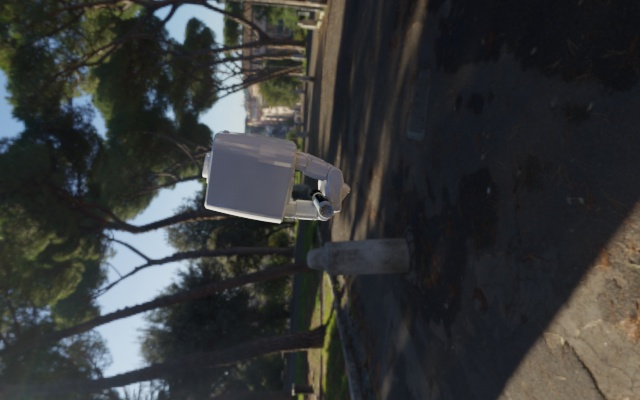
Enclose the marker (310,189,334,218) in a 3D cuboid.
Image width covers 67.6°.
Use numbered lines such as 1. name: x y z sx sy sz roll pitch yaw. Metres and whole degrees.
1. marker: 0.000 0.002 0.628 0.020 0.020 0.121 0 10 -7
